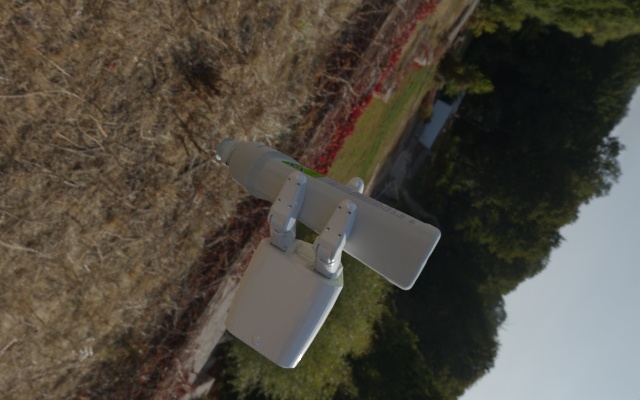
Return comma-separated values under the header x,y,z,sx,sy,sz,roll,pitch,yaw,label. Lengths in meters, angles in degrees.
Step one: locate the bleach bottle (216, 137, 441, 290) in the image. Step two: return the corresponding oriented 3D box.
x,y,z,sx,sy,sz,roll,pitch,yaw,label
0.000,0.002,0.509,0.251,0.068,0.102,29,6,15,bleach bottle
